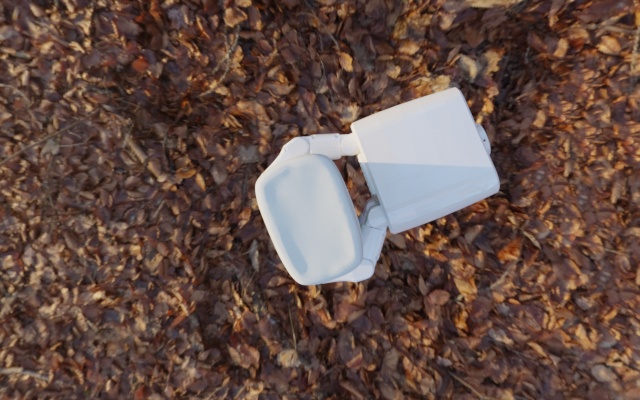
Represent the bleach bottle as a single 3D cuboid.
[{"bbox_3d":[0.000,0.002,0.480,0.068,0.102,0.251,-20,6,6],"label":"bleach bottle"}]
